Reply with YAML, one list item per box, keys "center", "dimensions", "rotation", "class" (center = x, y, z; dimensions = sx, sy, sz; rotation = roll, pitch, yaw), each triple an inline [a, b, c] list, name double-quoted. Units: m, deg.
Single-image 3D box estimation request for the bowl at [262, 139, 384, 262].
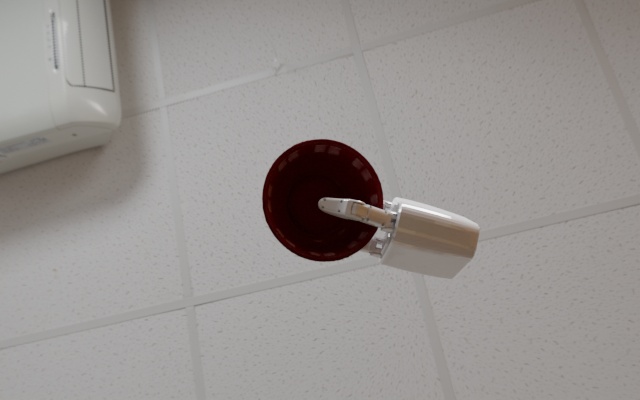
- center: [-0.001, 0.001, 0.643]
  dimensions: [0.162, 0.162, 0.055]
  rotation: [0, -8, -12]
  class: "bowl"
